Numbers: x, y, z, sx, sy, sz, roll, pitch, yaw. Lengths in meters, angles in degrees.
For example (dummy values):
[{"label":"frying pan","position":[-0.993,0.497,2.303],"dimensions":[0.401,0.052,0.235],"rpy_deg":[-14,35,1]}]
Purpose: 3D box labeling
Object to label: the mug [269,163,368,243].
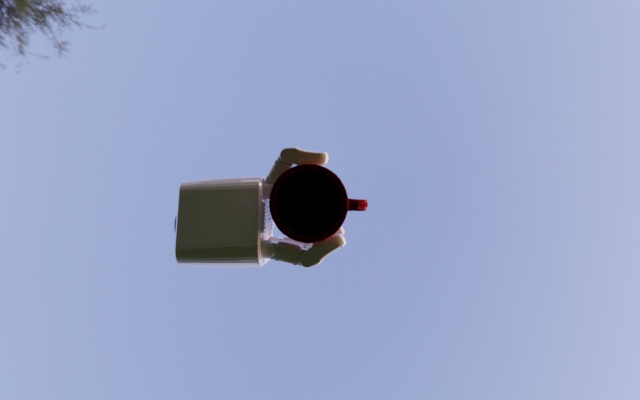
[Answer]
[{"label":"mug","position":[0.002,0.002,0.594],"dimensions":[0.117,0.093,0.081],"rpy_deg":[0,3,3]}]
